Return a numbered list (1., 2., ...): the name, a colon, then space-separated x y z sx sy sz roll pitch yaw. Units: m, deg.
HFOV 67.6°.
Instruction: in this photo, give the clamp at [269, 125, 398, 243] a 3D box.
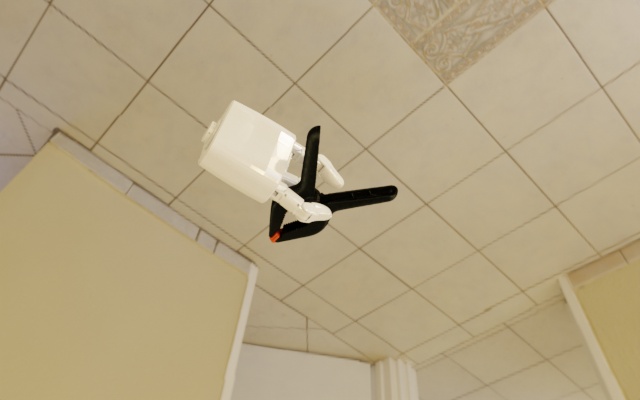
1. clamp: 0.000 0.003 0.718 0.164 0.210 0.036 30 34 -19
